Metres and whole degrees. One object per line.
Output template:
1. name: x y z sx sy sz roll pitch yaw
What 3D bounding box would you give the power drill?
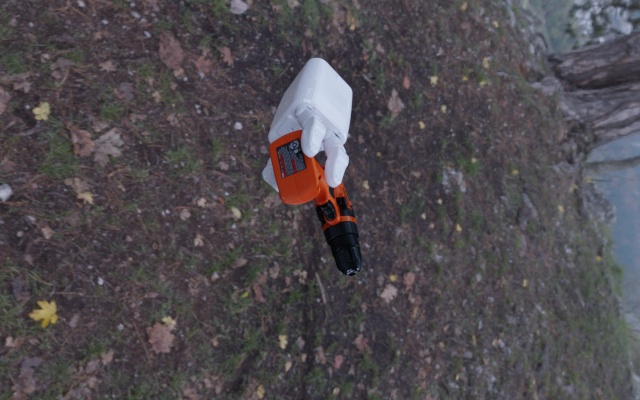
1. power drill: 0.000 0.002 0.671 0.057 0.184 0.188 -23 -30 11
